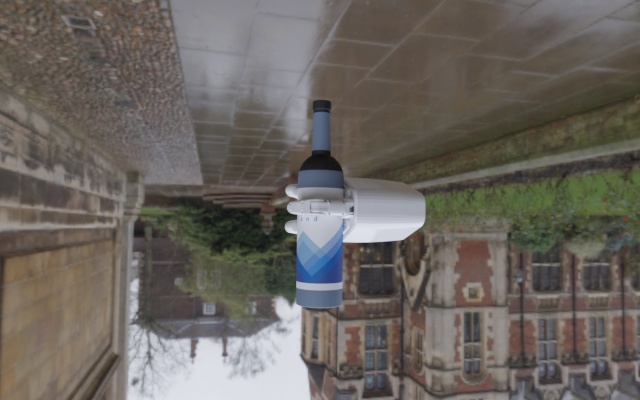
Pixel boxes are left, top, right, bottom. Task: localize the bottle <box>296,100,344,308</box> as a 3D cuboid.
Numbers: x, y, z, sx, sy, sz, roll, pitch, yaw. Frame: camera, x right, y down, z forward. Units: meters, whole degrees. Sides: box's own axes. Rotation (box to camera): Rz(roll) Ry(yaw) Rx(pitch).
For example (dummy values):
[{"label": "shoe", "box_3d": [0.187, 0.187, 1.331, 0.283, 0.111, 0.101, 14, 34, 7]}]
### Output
[{"label": "bottle", "box_3d": [0.000, 0.003, 0.694, 0.069, 0.295, 0.069, 1, -3, 0]}]
